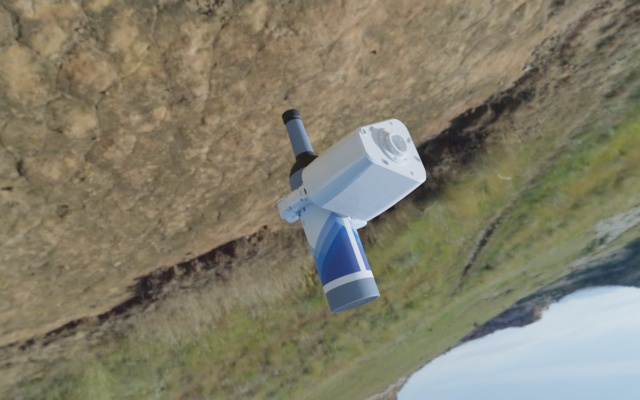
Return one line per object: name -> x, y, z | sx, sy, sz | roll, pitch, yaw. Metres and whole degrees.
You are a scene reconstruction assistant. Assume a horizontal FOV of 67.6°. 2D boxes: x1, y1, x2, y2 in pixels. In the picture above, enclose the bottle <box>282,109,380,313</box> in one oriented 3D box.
bottle -> 0.000, 0.002, 0.661 | 0.069, 0.295, 0.069 | -17, -20, -6
